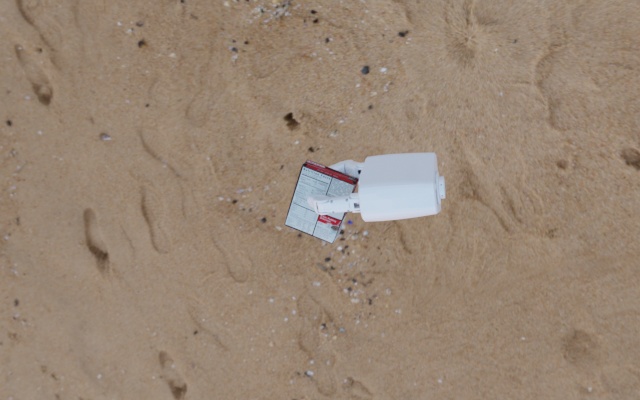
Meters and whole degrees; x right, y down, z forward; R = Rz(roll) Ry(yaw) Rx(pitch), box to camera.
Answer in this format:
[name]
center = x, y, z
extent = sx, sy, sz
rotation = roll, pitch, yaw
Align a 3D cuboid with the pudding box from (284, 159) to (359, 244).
[pudding box]
center = 0.000, 0.003, 0.759
extent = 0.090, 0.113, 0.039
rotation = 22, 22, 7
